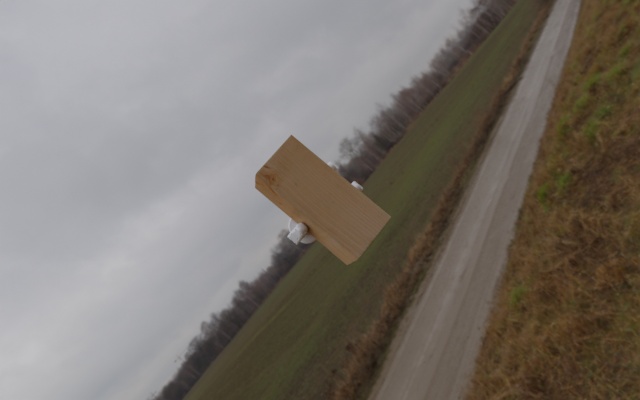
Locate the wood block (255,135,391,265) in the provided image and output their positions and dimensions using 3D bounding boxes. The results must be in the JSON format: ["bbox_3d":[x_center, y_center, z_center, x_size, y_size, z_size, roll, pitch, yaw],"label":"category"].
[{"bbox_3d":[0.000,0.003,0.784,0.206,0.091,0.090,39,-16,2],"label":"wood block"}]
